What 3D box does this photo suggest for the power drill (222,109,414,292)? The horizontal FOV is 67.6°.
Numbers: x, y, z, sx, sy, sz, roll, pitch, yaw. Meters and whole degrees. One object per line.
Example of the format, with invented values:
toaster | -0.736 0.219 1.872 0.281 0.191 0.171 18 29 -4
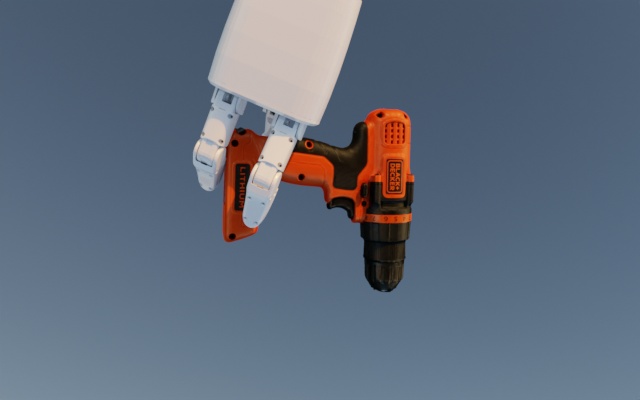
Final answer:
power drill | 0.000 0.001 0.467 0.187 0.184 0.057 0 3 -15
